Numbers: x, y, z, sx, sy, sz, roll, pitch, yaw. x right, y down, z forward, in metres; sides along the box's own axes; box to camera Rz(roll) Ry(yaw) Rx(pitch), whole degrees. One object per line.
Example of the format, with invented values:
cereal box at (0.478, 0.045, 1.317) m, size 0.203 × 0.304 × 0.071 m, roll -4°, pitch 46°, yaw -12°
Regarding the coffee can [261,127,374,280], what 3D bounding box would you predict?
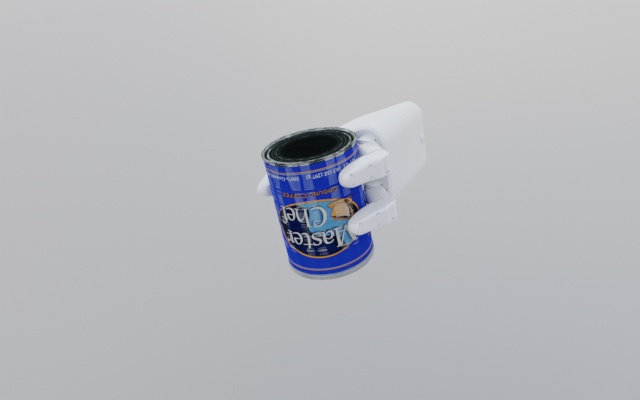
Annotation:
coffee can at (0.000, 0.002, 0.533) m, size 0.103 × 0.140 × 0.102 m, roll -10°, pitch 26°, yaw 5°
